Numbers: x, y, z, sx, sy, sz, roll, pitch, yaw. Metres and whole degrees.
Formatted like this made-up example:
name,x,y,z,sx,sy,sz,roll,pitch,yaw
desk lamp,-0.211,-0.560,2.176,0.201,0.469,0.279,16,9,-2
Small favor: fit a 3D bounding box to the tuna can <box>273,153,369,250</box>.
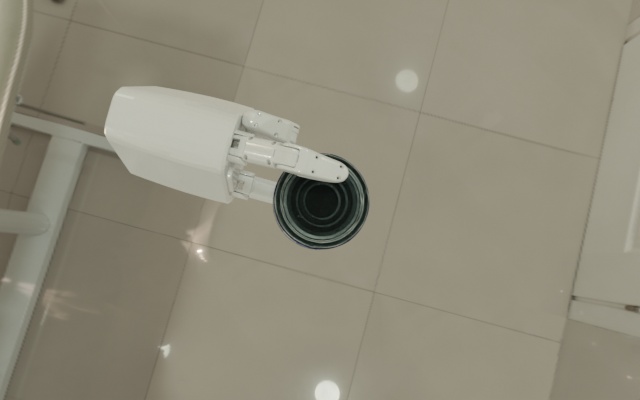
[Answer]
name,x,y,z,sx,sy,sz,roll,pitch,yaw
tuna can,0.000,0.001,0.427,0.086,0.086,0.034,0,-5,-5
